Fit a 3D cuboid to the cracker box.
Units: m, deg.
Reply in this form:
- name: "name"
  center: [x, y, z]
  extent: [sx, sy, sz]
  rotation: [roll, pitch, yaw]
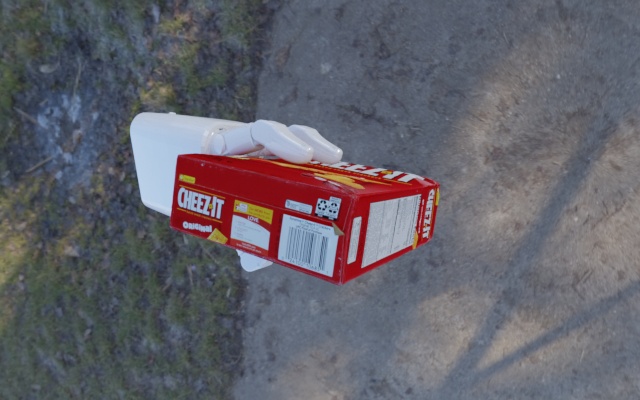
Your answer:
- name: "cracker box"
  center: [0.000, 0.002, 0.441]
  extent: [0.164, 0.072, 0.213]
  rotation: [14, 11, 28]
